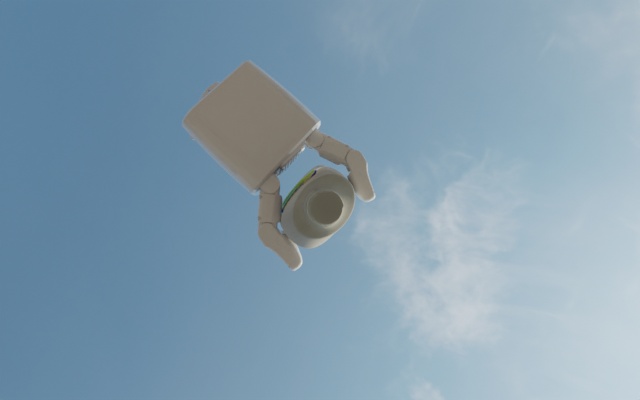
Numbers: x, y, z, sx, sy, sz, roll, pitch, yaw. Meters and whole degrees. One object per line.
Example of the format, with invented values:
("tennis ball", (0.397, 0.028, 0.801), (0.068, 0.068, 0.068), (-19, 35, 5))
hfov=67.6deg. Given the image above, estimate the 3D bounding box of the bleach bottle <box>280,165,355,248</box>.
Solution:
("bleach bottle", (0.000, 0.002, 0.523), (0.068, 0.102, 0.251), (41, -4, -3))
